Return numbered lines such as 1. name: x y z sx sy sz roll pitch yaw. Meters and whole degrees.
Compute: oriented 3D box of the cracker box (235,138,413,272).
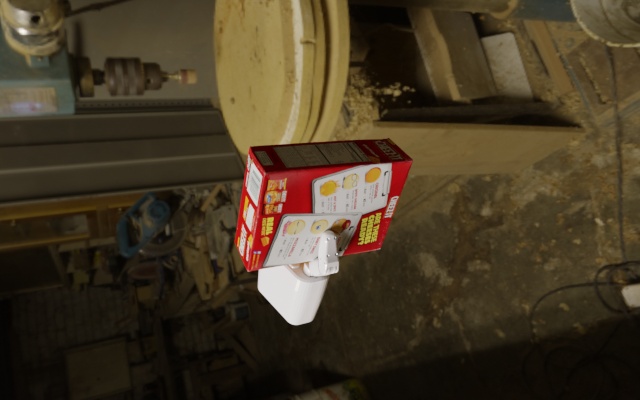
1. cracker box: 0.000 0.002 0.652 0.213 0.164 0.072 -7 41 -27
